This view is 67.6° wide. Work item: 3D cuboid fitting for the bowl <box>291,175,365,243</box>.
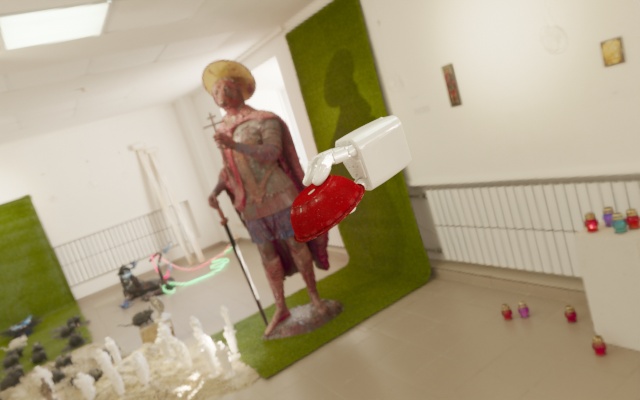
[{"bbox_3d":[-0.001,0.003,0.865,0.162,0.055,0.162,-36,16,12],"label":"bowl"}]
